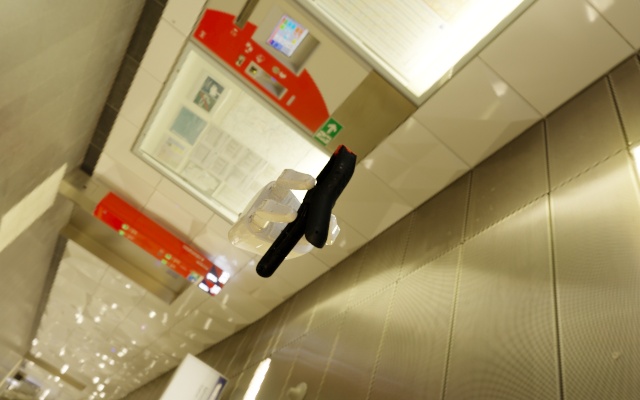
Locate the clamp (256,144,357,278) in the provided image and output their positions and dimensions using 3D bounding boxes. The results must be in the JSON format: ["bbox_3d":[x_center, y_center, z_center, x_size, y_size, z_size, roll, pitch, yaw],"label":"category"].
[{"bbox_3d":[0.001,0.002,0.618,0.036,0.210,0.164,38,-27,-13],"label":"clamp"}]
